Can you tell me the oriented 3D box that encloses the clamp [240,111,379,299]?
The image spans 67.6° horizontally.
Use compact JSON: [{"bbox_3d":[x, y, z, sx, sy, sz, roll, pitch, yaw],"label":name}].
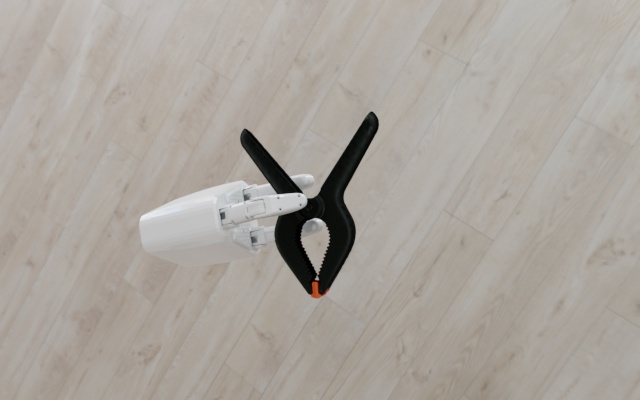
[{"bbox_3d":[0.000,0.002,0.540,0.164,0.210,0.036,-12,-6,15],"label":"clamp"}]
